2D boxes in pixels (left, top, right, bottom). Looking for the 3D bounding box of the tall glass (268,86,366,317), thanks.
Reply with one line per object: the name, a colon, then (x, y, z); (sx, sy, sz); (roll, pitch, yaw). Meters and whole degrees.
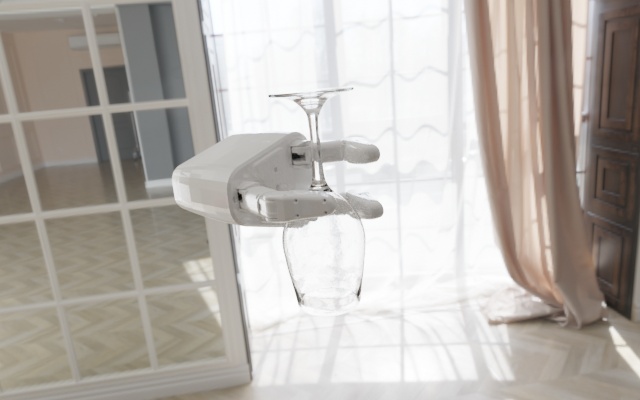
tall glass: (0.000, 0.001, 0.437); (0.079, 0.201, 0.079); (-5, 14, 1)
